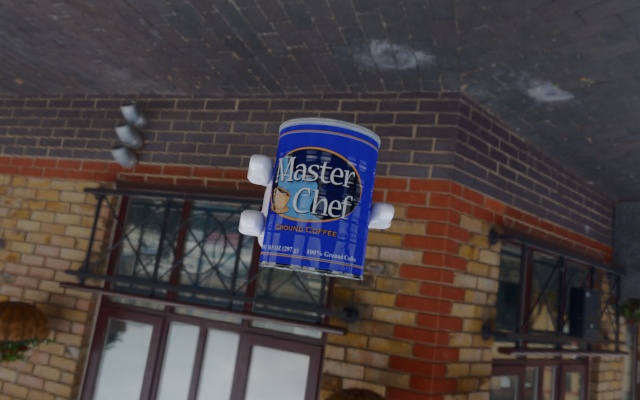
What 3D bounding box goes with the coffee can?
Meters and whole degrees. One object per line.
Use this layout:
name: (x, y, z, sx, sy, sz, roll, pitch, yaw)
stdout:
coffee can: (0.000, 0.001, 0.472, 0.103, 0.140, 0.103, 8, -9, 1)
